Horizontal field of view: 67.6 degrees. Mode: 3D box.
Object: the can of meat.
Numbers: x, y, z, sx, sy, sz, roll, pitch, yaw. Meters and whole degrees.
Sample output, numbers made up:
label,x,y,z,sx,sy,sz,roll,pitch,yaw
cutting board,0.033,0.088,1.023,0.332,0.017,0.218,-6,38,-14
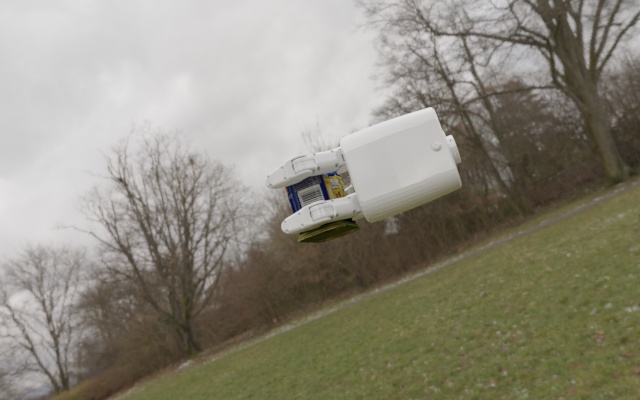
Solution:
label,x,y,z,sx,sy,sz,roll,pitch,yaw
can of meat,0.000,0.002,0.567,0.057,0.084,0.102,-20,-11,15
